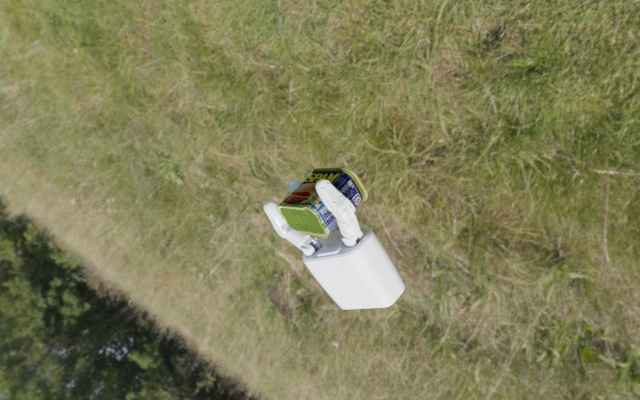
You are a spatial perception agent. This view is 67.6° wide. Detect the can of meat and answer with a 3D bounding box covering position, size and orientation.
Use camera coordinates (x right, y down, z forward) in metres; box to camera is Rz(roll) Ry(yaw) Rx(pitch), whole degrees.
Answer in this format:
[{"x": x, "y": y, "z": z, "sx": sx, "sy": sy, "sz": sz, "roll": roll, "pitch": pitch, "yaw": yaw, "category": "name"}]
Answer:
[{"x": 0.000, "y": 0.002, "z": 0.663, "sx": 0.084, "sy": 0.057, "sz": 0.102, "roll": -44, "pitch": 26, "yaw": -25, "category": "can of meat"}]
